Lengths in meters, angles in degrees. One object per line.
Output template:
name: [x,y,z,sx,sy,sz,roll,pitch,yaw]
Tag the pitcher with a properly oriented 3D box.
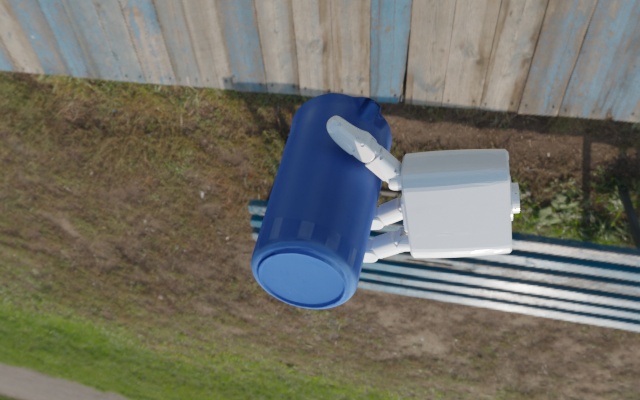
pitcher: [0.000,0.002,0.552,0.145,0.149,0.242,-2,43,17]
